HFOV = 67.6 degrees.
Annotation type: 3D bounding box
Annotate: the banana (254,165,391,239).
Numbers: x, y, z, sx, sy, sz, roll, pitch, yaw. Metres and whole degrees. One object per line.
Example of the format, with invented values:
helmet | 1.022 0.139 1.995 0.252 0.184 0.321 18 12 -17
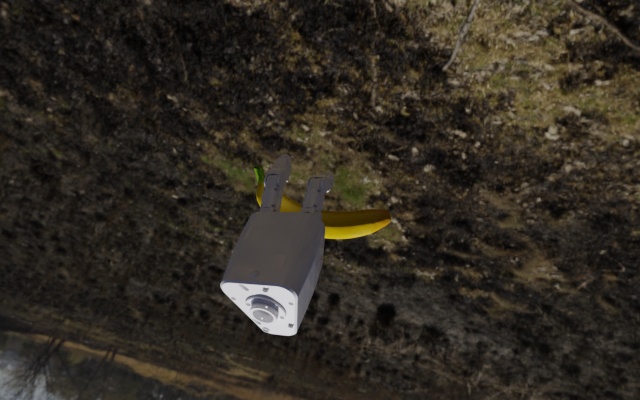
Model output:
banana | -0.007 0.017 0.642 0.198 0.070 0.037 19 29 8
